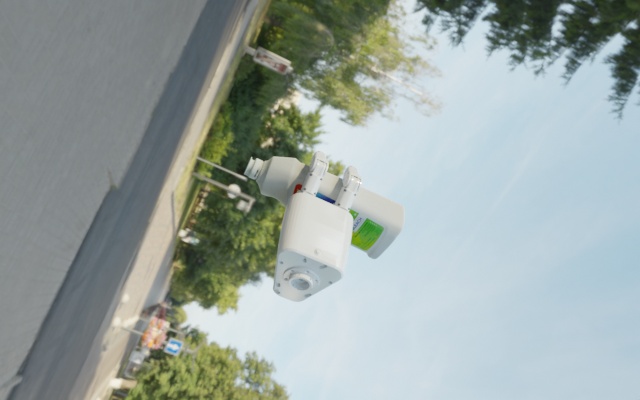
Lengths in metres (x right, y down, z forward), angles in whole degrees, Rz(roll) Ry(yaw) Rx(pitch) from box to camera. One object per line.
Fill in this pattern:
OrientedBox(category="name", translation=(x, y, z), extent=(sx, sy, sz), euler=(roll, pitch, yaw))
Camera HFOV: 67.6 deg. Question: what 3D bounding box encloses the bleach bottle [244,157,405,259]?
OrientedBox(category="bleach bottle", translation=(0.000, 0.002, 0.743), extent=(0.251, 0.068, 0.103), euler=(24, -47, -12))
